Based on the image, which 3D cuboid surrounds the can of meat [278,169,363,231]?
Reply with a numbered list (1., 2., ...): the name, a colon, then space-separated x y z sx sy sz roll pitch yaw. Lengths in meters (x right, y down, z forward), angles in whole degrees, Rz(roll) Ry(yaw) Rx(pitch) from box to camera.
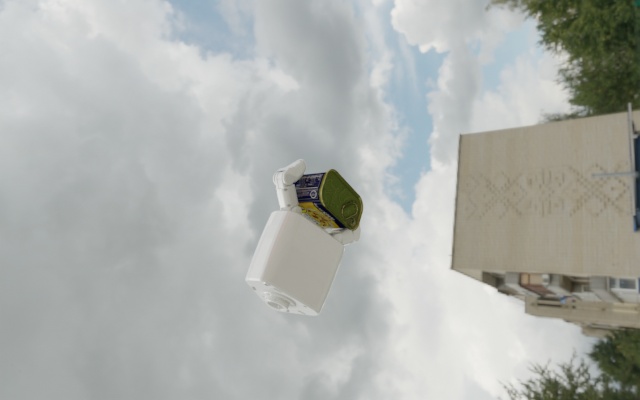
1. can of meat: 0.000 0.002 0.698 0.084 0.057 0.102 -4 -33 37
